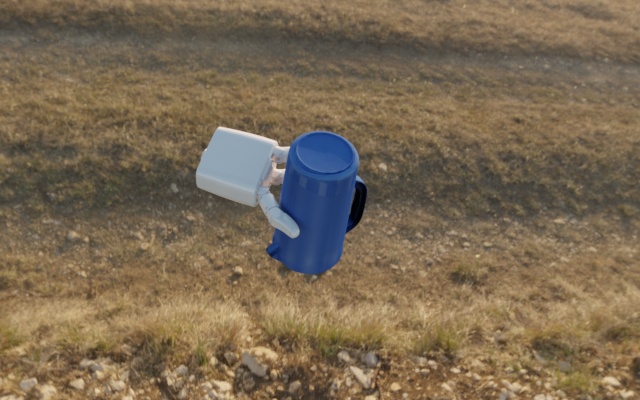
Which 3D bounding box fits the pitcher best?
[{"bbox_3d":[0.000,0.003,0.805,0.145,0.149,0.243,19,-41,6],"label":"pitcher"}]
